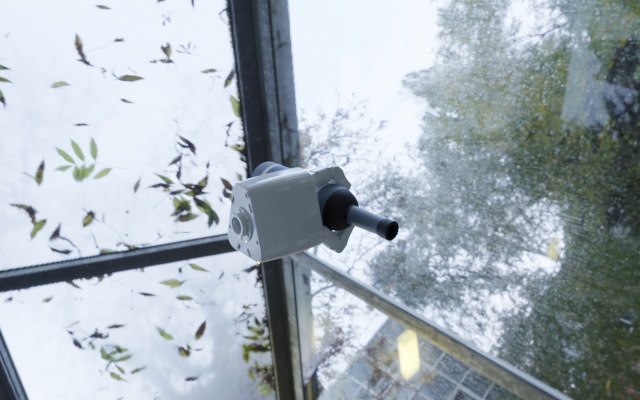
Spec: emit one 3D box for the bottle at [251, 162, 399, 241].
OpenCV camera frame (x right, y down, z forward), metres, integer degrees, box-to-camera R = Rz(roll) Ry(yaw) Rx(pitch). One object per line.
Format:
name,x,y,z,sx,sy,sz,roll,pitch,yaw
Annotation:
bottle,0.000,0.002,0.734,0.069,0.069,0.295,0,15,-42
